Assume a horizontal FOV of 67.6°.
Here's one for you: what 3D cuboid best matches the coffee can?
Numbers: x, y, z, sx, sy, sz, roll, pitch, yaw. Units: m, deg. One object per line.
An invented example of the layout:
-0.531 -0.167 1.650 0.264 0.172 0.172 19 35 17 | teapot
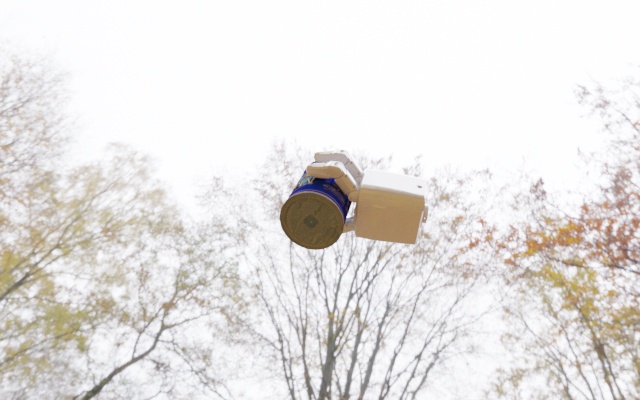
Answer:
0.000 0.003 0.801 0.103 0.103 0.140 0 27 14 | coffee can
